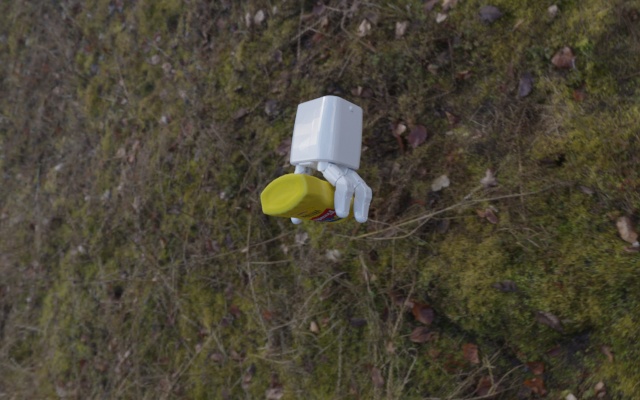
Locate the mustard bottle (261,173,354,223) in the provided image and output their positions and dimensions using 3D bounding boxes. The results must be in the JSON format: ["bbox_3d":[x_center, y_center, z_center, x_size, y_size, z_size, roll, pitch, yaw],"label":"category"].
[{"bbox_3d":[0.000,0.003,0.783,0.096,0.058,0.191,-25,-22,33],"label":"mustard bottle"}]
